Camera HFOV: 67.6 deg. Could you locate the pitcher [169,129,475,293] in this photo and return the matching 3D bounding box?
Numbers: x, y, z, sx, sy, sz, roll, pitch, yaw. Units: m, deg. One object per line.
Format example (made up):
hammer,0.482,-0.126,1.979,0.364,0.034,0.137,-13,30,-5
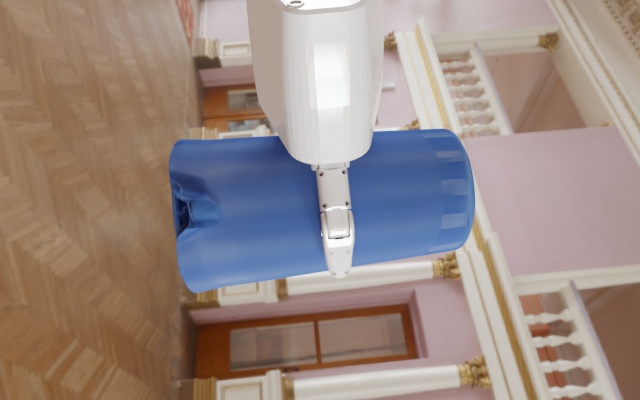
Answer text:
pitcher,0.000,0.001,0.429,0.243,0.145,0.149,-6,42,-1
